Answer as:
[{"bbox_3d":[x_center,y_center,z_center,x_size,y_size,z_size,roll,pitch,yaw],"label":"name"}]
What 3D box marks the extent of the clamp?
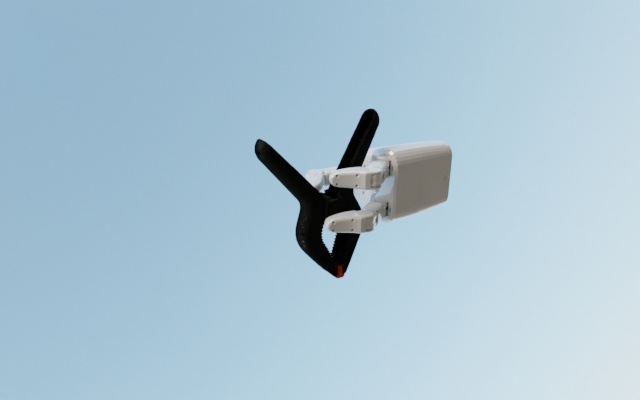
[{"bbox_3d":[0.000,0.002,0.574,0.164,0.210,0.036,-13,24,-30],"label":"clamp"}]
